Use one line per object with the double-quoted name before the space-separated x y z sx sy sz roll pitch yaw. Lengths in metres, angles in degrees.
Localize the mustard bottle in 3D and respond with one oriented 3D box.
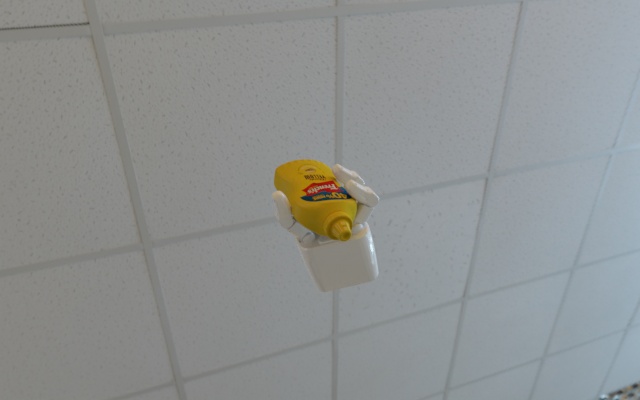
"mustard bottle" 0.000 0.002 0.716 0.096 0.058 0.191 -3 30 -22
